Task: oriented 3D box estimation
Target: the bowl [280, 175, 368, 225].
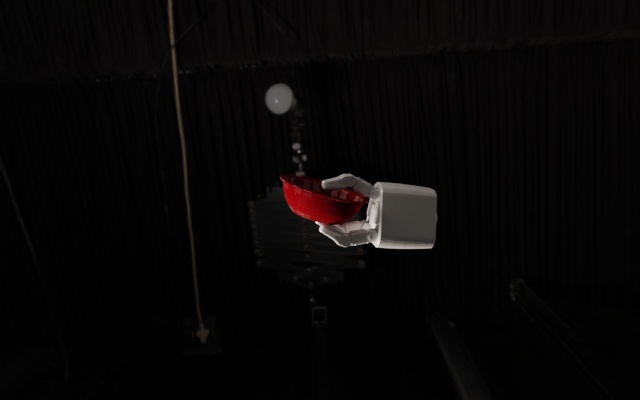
[{"bbox_3d":[-0.001,0.003,0.850,0.162,0.055,0.162,16,10,-3],"label":"bowl"}]
